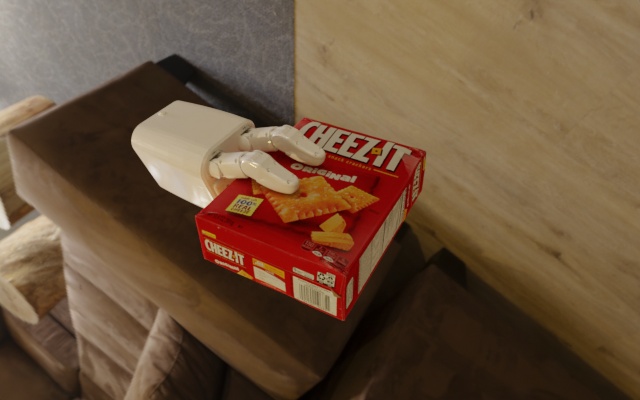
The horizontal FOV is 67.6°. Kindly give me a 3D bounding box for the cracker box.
[{"bbox_3d":[0.000,0.002,0.514,0.164,0.072,0.213,20,45,21],"label":"cracker box"}]
